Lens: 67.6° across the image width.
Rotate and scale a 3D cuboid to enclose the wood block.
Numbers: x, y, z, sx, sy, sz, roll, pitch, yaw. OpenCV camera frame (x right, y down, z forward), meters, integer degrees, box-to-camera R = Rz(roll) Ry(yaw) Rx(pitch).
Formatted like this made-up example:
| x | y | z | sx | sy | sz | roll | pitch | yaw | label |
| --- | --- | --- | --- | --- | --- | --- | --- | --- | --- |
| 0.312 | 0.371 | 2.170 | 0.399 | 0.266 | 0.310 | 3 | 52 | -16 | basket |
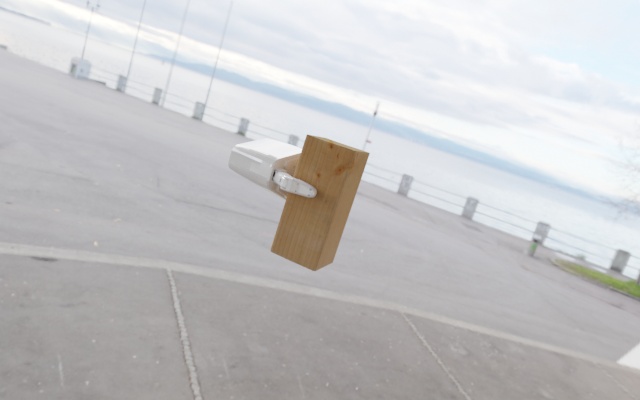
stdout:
| x | y | z | sx | sy | sz | roll | pitch | yaw | label |
| --- | --- | --- | --- | --- | --- | --- | --- | --- | --- |
| 0.000 | 0.002 | 0.810 | 0.090 | 0.206 | 0.091 | 22 | 11 | 20 | wood block |
